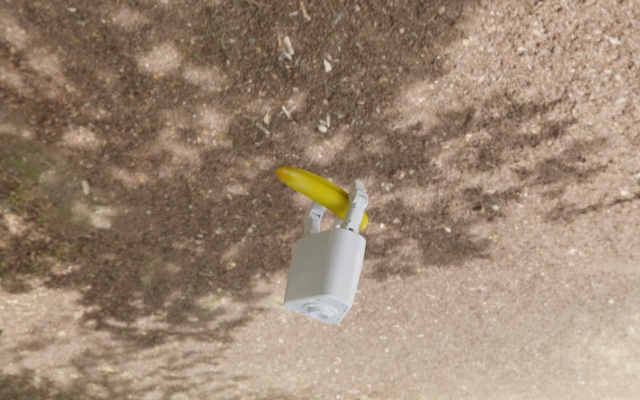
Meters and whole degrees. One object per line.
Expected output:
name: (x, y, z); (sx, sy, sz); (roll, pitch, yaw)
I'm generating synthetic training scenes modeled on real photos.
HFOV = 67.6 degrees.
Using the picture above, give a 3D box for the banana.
banana: (0.016, 0.002, 0.745); (0.069, 0.037, 0.198); (-10, -36, 44)
